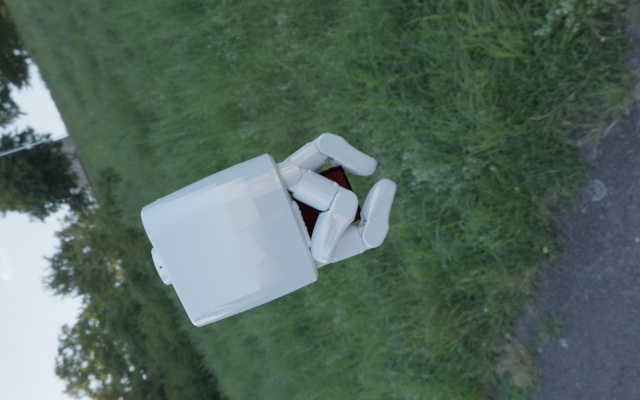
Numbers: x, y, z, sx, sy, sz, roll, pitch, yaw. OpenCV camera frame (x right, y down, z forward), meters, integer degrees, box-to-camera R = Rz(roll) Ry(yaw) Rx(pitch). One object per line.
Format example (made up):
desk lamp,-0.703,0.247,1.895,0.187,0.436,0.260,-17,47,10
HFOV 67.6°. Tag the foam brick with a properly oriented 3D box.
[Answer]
foam brick,0.000,0.002,0.450,0.051,0.053,0.078,-24,3,-7
